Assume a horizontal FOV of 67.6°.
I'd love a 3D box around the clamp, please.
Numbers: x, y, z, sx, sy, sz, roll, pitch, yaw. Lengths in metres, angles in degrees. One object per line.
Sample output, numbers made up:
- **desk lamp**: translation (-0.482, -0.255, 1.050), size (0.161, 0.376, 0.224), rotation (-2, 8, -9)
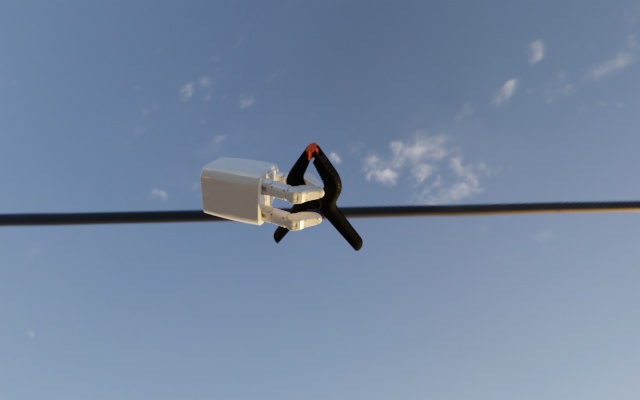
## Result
- **clamp**: translation (0.000, 0.002, 0.822), size (0.164, 0.210, 0.036), rotation (9, 35, 7)
